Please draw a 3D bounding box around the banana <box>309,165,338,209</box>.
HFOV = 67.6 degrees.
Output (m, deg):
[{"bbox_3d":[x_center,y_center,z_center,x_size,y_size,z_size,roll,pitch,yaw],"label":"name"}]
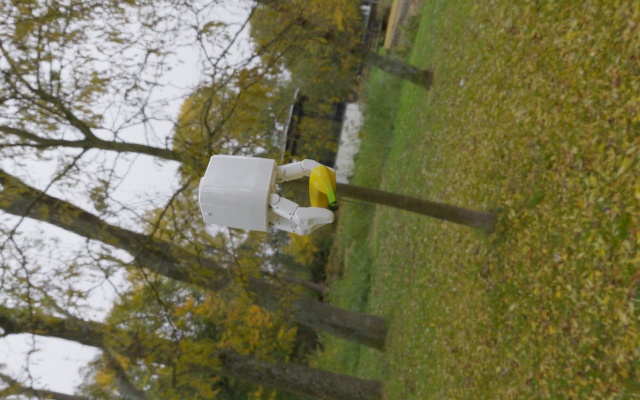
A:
[{"bbox_3d":[0.001,-0.016,0.759,0.037,0.069,0.198,1,-6,-4],"label":"banana"}]
